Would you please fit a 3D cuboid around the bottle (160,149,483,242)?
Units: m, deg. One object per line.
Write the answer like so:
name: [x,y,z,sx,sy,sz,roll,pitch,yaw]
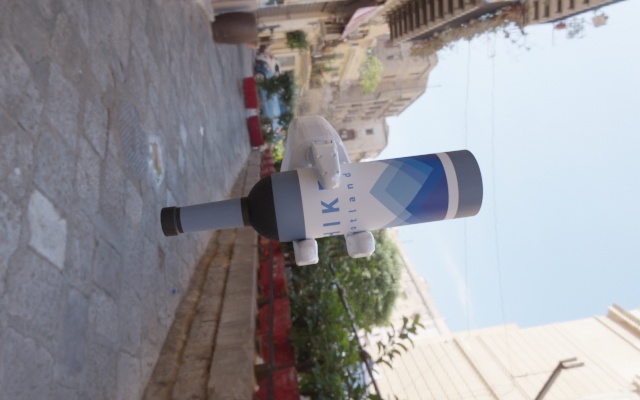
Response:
bottle: [0.000,0.001,0.455,0.296,0.069,0.069,-7,1,-5]
